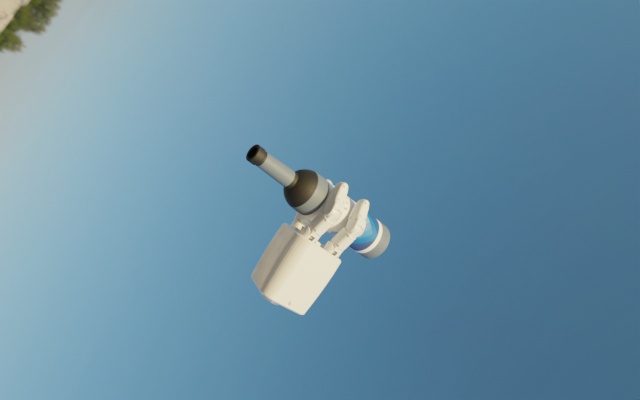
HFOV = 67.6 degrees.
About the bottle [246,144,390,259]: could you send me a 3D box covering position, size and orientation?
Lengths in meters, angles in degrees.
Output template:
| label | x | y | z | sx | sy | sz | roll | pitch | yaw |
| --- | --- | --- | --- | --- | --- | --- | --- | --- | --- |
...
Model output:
| label | x | y | z | sx | sy | sz | roll | pitch | yaw |
| --- | --- | --- | --- | --- | --- | --- | --- | --- | --- |
| bottle | 0.000 | 0.003 | 0.755 | 0.069 | 0.069 | 0.296 | 0 | -28 | 47 |
